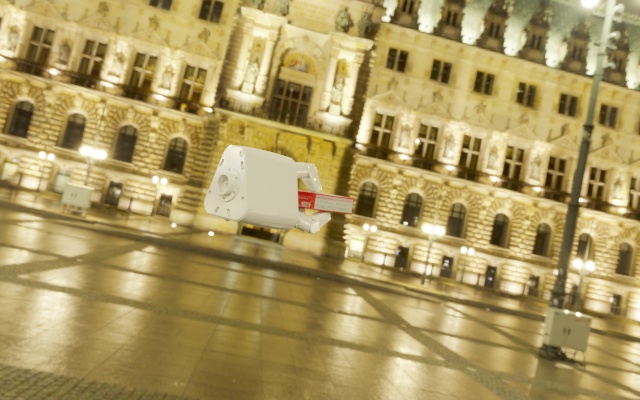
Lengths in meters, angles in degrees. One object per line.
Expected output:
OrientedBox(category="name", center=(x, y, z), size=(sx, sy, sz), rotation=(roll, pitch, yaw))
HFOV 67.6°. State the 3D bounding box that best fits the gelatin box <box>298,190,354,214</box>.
OrientedBox(category="gelatin box", center=(0.000, 0.002, 0.811), size=(0.089, 0.030, 0.073), rotation=(6, 2, -38))
